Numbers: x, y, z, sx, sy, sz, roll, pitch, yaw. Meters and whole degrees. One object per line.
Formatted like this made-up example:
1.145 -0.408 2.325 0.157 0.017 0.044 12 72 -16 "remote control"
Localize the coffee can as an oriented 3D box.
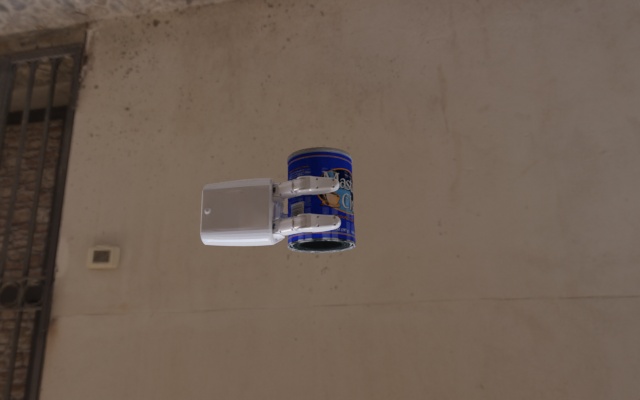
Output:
0.000 0.002 0.731 0.103 0.140 0.103 -1 -16 0 "coffee can"
